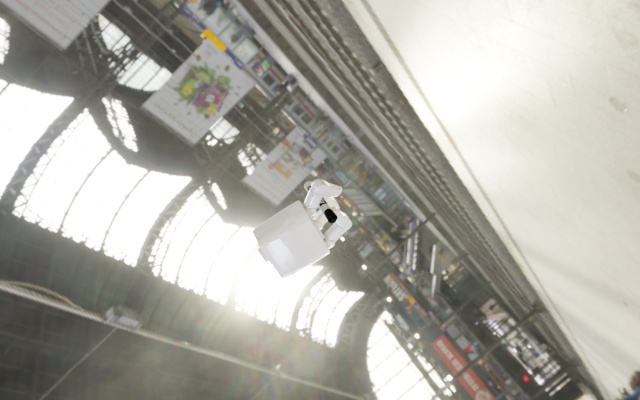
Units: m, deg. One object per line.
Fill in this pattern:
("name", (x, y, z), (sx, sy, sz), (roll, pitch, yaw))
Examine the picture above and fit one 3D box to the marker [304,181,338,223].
("marker", (0.000, 0.003, 0.881), (0.020, 0.020, 0.121), (0, 33, -28))
